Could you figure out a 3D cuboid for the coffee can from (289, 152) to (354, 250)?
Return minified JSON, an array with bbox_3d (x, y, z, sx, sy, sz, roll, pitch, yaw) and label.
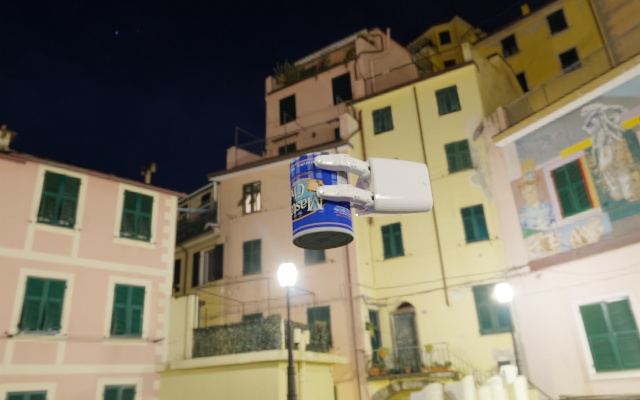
[{"bbox_3d":[0.000,0.003,0.814,0.103,0.140,0.103,-3,-22,-1],"label":"coffee can"}]
